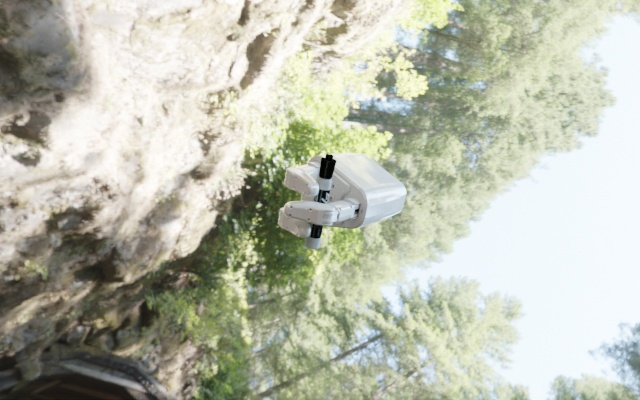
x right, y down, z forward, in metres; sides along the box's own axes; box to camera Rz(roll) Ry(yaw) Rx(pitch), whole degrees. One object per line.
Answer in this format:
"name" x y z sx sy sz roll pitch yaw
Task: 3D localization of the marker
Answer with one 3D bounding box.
"marker" 0.000 0.002 0.585 0.020 0.121 0.020 10 19 -3
